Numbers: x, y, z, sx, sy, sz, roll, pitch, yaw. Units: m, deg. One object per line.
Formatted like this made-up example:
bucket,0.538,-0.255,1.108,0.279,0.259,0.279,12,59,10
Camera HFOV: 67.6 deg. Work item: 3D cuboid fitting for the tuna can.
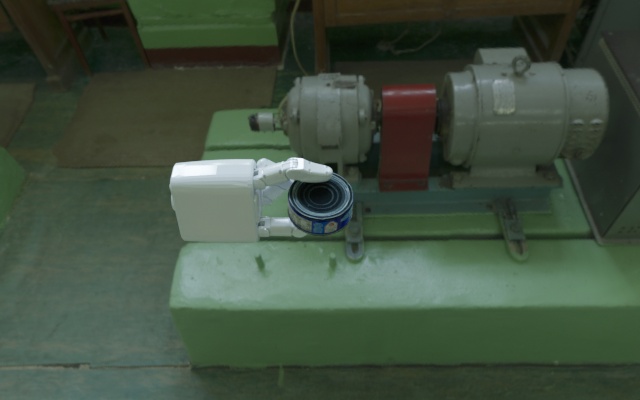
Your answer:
tuna can,0.000,0.002,0.617,0.086,0.086,0.034,0,-41,-3
